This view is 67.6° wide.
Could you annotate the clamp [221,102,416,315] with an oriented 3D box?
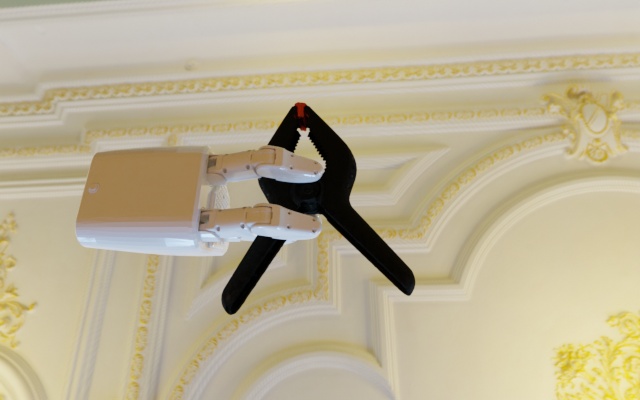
[{"bbox_3d":[0.000,0.001,0.443,0.164,0.210,0.036,0,-26,3],"label":"clamp"}]
